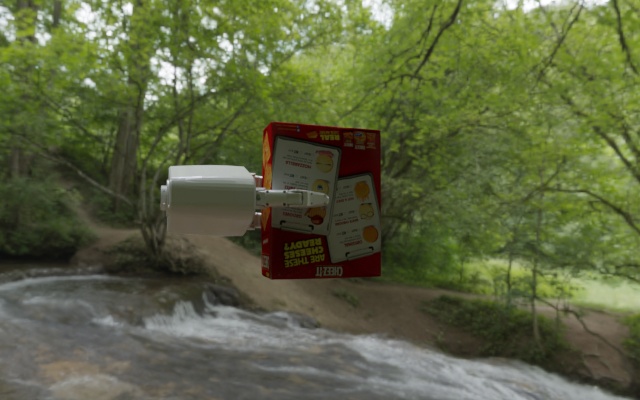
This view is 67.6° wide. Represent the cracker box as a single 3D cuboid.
[{"bbox_3d":[0.000,0.002,0.689,0.164,0.213,0.072,1,-4,-18],"label":"cracker box"}]
